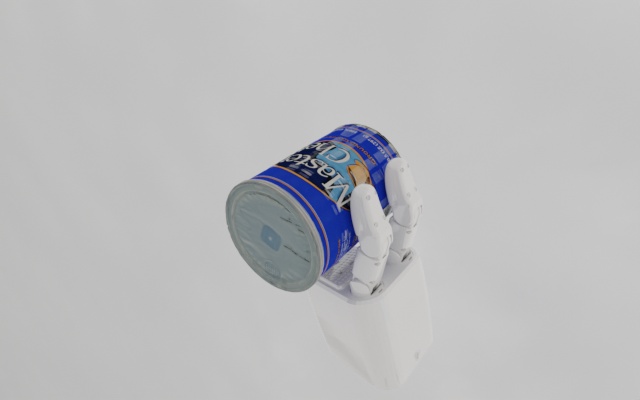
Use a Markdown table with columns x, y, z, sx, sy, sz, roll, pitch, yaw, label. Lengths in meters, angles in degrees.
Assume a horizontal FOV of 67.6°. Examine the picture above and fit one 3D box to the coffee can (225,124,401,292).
| x | y | z | sx | sy | sz | roll | pitch | yaw | label |
| --- | --- | --- | --- | --- | --- | --- | --- | --- | --- |
| 0.000 | 0.001 | 0.434 | 0.103 | 0.103 | 0.140 | 0 | 26 | 42 | coffee can |
